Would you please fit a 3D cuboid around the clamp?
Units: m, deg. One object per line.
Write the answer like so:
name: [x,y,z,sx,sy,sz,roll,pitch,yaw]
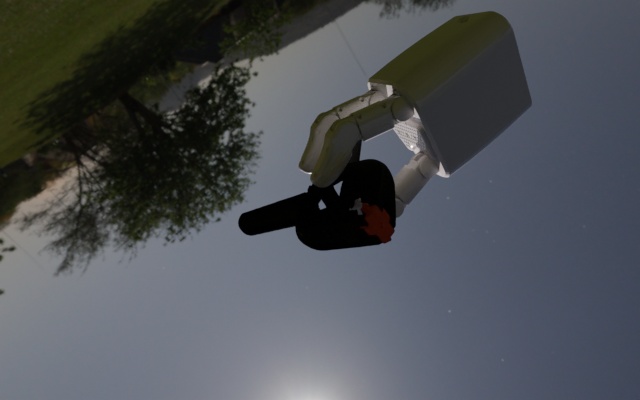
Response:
clamp: [0.001,0.002,0.430,0.164,0.036,0.210,-40,23,0]
